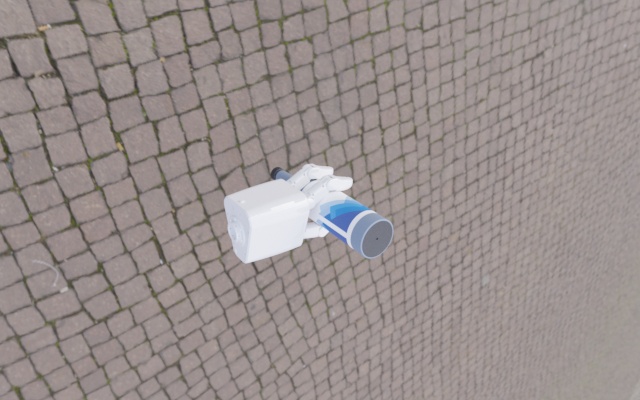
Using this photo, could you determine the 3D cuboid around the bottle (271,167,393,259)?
[{"bbox_3d":[0.000,0.003,0.826,0.069,0.069,0.295,0,22,-39],"label":"bottle"}]
